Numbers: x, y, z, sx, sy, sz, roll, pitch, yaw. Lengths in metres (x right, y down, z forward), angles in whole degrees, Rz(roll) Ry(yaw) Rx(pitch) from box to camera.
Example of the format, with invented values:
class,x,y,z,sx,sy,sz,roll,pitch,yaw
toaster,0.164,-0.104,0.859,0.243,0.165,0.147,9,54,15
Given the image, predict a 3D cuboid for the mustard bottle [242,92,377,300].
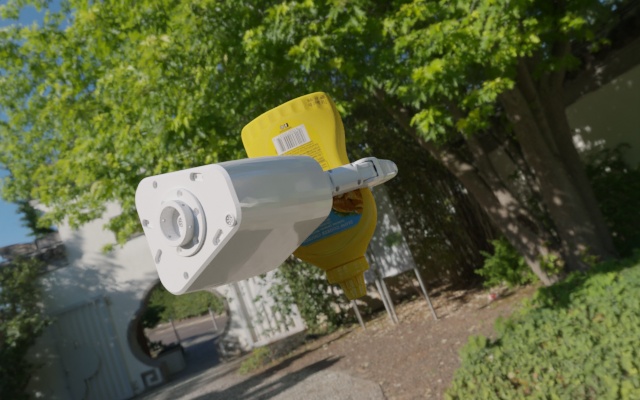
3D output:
class,x,y,z,sx,sy,sz,roll,pitch,yaw
mustard bottle,0.000,0.001,0.455,0.096,0.191,0.058,-23,-8,9
